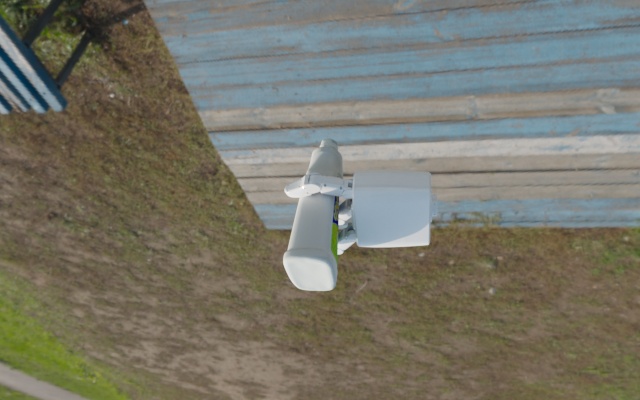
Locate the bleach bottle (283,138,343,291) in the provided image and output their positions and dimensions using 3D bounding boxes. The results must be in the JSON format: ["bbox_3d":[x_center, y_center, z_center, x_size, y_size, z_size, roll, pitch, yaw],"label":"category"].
[{"bbox_3d":[0.000,0.002,0.719,0.068,0.250,0.103,0,-36,10],"label":"bleach bottle"}]
